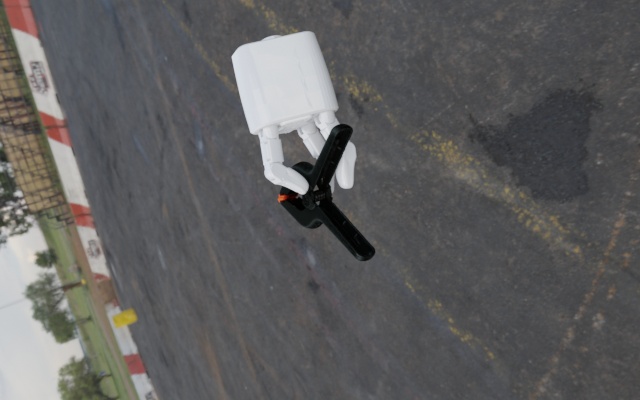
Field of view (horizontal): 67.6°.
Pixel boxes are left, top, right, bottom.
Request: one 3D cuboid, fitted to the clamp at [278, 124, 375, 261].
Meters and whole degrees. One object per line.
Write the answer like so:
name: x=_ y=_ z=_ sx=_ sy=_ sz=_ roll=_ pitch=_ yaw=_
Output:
clamp: x=-0.001 y=0.002 z=0.639 sx=0.036 sy=0.164 sz=0.210 roll=-13 pitch=-1 yaw=-29
